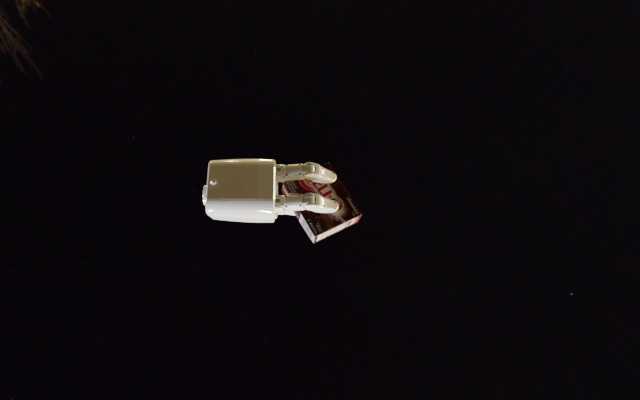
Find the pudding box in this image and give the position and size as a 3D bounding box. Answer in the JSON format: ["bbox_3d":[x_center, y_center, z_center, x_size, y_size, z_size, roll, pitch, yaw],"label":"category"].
[{"bbox_3d":[0.000,0.003,0.789,0.090,0.113,0.039,-25,-18,-19],"label":"pudding box"}]
